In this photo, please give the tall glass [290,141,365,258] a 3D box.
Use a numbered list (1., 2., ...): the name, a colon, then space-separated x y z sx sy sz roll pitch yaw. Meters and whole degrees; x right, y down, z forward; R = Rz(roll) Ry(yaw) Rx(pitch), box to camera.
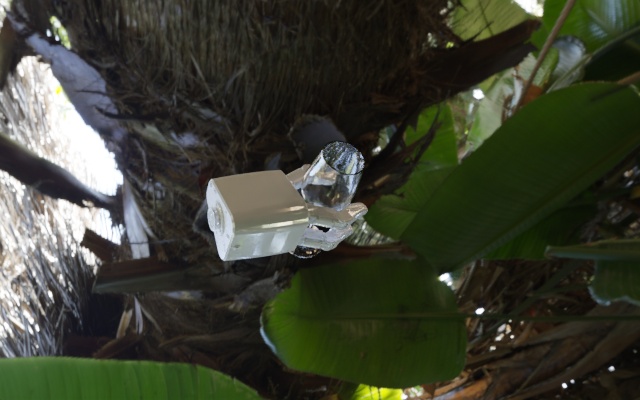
1. tall glass: 0.000 0.003 0.712 0.079 0.079 0.201 0 -37 -24
